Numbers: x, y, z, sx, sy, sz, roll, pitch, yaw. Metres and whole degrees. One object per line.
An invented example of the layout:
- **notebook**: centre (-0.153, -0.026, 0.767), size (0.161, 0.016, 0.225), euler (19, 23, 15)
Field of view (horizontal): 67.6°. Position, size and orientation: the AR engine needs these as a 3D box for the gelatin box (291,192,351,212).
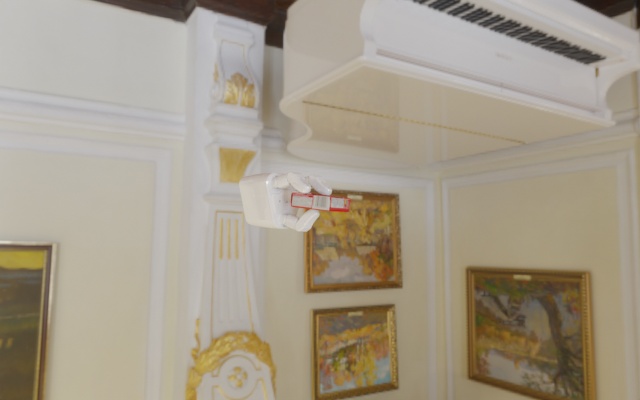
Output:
- **gelatin box**: centre (0.000, 0.003, 0.894), size (0.089, 0.030, 0.073), euler (6, 0, 34)
